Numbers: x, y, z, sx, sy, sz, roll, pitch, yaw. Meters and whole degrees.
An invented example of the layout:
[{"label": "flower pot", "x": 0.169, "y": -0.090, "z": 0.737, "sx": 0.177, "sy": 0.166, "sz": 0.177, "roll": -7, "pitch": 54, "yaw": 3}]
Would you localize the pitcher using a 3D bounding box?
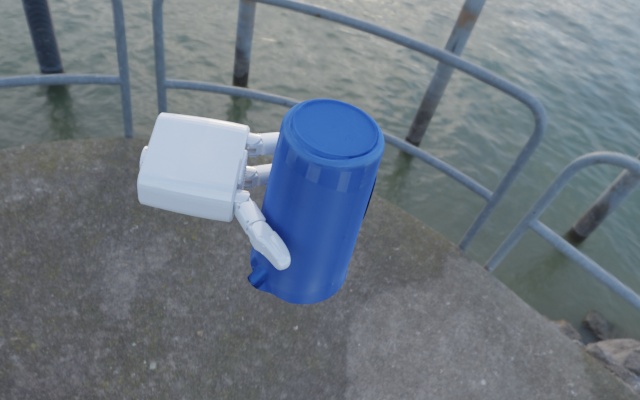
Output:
[{"label": "pitcher", "x": 0.000, "y": 0.002, "z": 0.570, "sx": 0.145, "sy": 0.149, "sz": 0.243, "roll": 11, "pitch": -43, "yaw": -4}]
